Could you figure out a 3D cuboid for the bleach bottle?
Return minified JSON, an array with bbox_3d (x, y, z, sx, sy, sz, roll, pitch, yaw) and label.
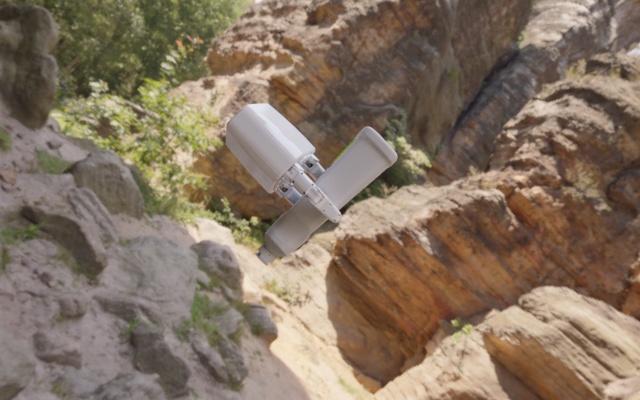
[{"bbox_3d":[0.000,0.002,0.715,0.251,0.068,0.102,-44,0,0],"label":"bleach bottle"}]
